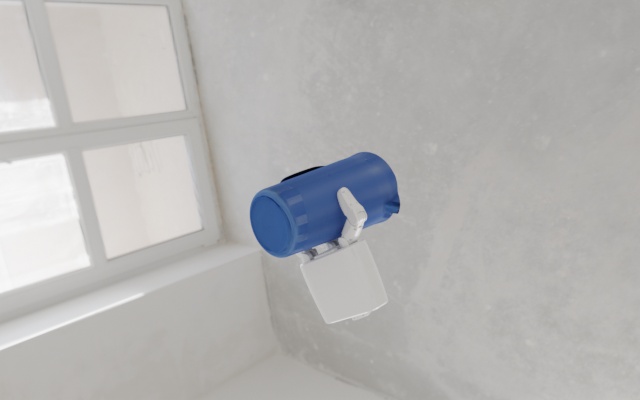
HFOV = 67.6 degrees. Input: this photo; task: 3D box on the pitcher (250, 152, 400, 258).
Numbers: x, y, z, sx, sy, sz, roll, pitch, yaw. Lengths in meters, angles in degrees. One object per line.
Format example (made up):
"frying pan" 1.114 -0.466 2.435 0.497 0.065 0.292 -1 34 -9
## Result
"pitcher" 0.000 0.003 0.792 0.243 0.145 0.149 -19 -6 -42
